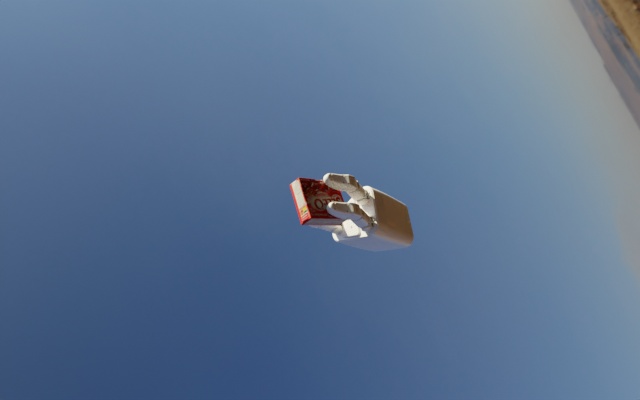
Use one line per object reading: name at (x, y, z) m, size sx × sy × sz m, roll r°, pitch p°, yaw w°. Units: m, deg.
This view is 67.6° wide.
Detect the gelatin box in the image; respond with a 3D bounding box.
gelatin box at (0.000, 0.003, 0.781) m, size 0.089 × 0.073 × 0.030 m, roll 3°, pitch -29°, yaw -42°
